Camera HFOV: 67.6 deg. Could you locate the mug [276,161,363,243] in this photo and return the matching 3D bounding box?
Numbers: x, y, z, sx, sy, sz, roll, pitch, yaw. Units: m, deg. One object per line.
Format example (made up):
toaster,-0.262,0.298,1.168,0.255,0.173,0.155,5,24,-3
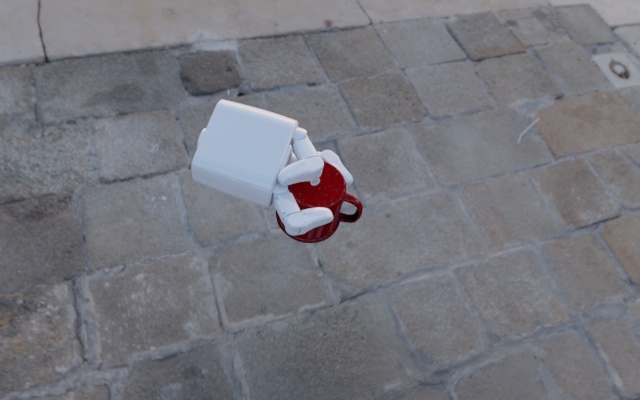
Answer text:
mug,0.002,0.002,0.649,0.117,0.093,0.081,17,-34,0
